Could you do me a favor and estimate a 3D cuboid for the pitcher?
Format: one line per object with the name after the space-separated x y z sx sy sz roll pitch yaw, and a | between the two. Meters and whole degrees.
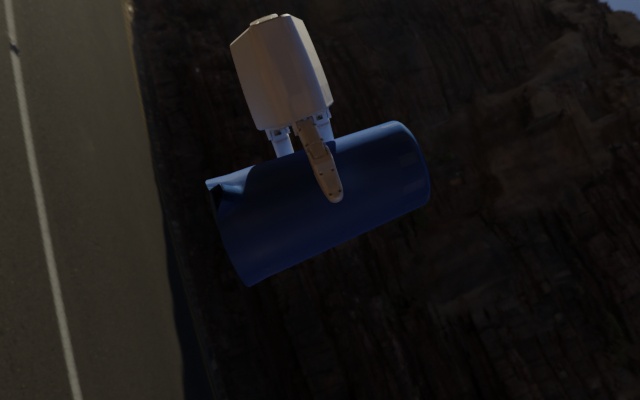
0.000 0.002 0.571 0.243 0.145 0.149 -21 11 -4 | pitcher
